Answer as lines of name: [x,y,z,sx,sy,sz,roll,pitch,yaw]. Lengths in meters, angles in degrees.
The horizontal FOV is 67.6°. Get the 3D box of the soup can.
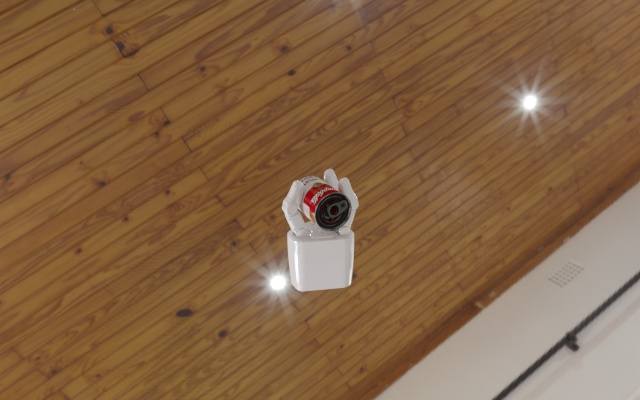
soup can: [0.000,0.002,0.823,0.068,0.068,0.102,0,19,-27]
